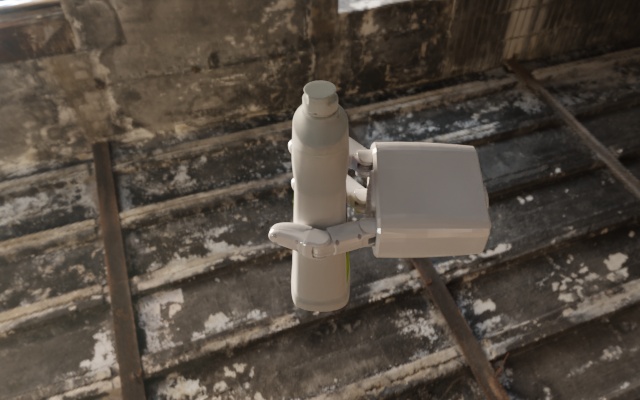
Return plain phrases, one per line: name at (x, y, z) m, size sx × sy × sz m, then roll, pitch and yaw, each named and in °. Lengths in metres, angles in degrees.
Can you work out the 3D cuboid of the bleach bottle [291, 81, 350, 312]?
bleach bottle at (0.000, 0.002, 0.484) m, size 0.068 × 0.251 × 0.102 m, roll 0°, pitch 44°, yaw 0°
